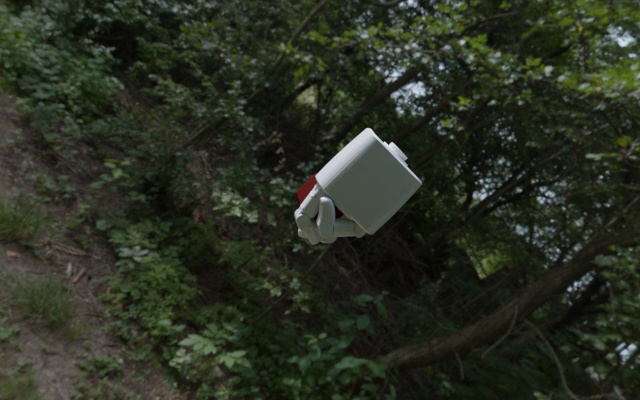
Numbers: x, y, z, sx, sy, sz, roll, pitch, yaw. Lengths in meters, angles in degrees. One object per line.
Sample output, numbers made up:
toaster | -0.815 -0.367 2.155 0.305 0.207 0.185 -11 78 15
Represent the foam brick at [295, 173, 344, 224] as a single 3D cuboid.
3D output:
foam brick | 0.000 0.002 0.751 0.053 0.051 0.078 40 12 -25
